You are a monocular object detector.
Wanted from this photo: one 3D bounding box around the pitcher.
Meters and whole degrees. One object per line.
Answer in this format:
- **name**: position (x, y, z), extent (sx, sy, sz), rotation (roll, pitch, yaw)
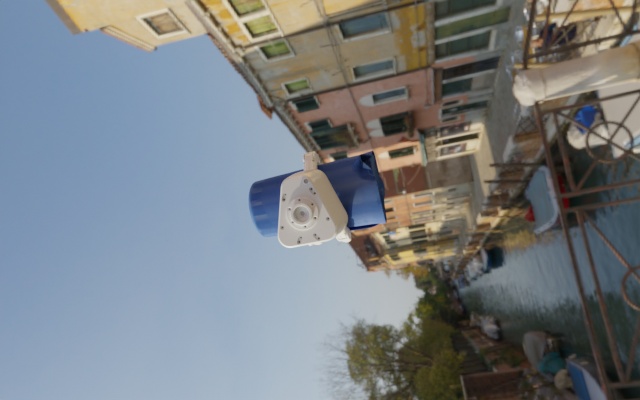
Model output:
- **pitcher**: position (0.000, 0.003, 0.890), extent (0.243, 0.149, 0.145), rotation (-11, 6, 11)
